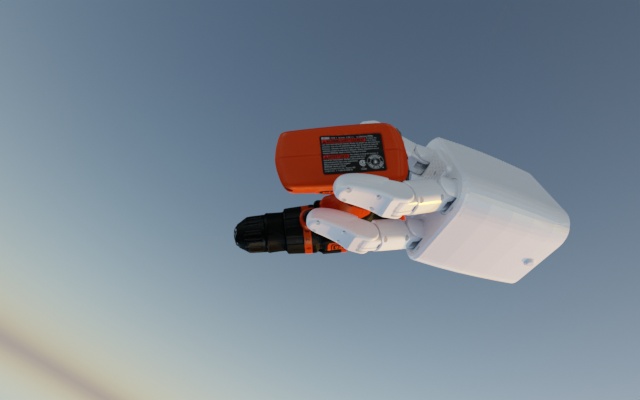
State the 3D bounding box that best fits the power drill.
[{"bbox_3d":[0.000,0.001,0.455,0.184,0.057,0.188,-7,-22,-4],"label":"power drill"}]
